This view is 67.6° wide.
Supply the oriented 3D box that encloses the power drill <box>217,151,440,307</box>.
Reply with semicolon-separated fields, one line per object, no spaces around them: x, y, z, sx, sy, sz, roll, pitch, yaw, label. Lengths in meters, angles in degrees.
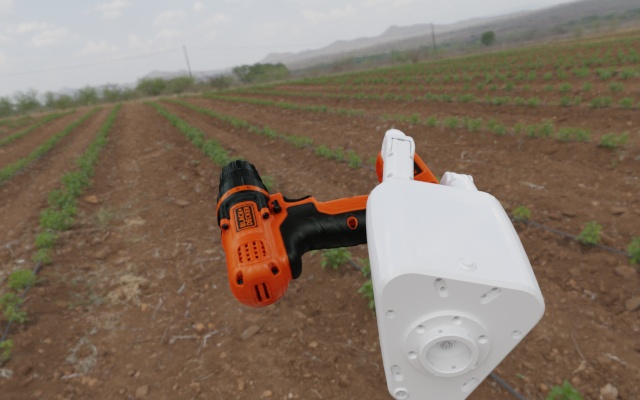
0.001;0.001;0.431;0.187;0.057;0.184;-16;38;-5;power drill
